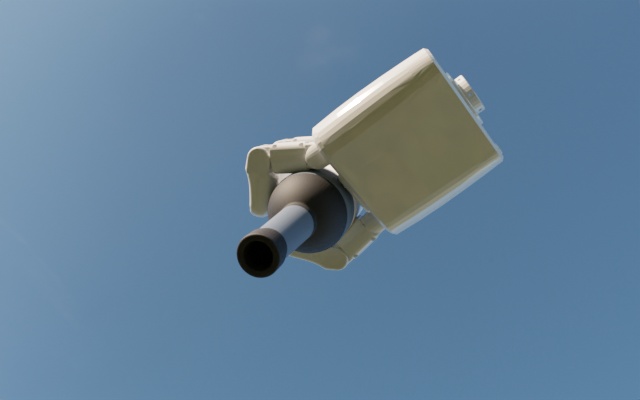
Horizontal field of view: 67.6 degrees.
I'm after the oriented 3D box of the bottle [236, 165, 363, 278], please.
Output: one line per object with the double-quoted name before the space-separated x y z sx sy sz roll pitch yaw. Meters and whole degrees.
"bottle" 0.000 0.001 0.416 0.069 0.069 0.295 0 12 15
